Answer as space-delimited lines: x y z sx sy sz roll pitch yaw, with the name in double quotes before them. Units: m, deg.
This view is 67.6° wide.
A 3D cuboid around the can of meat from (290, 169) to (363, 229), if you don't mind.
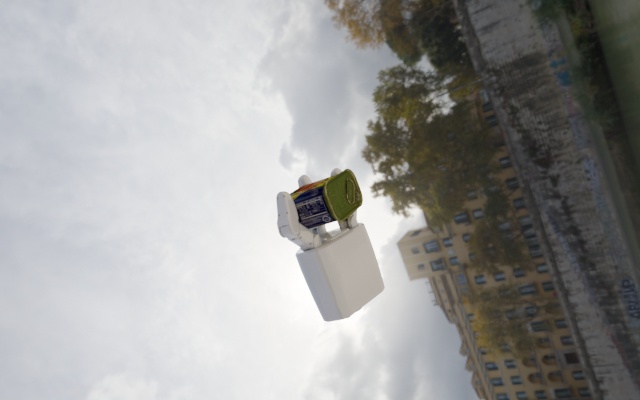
"can of meat" 0.000 0.002 0.666 0.084 0.057 0.102 -18 9 29
